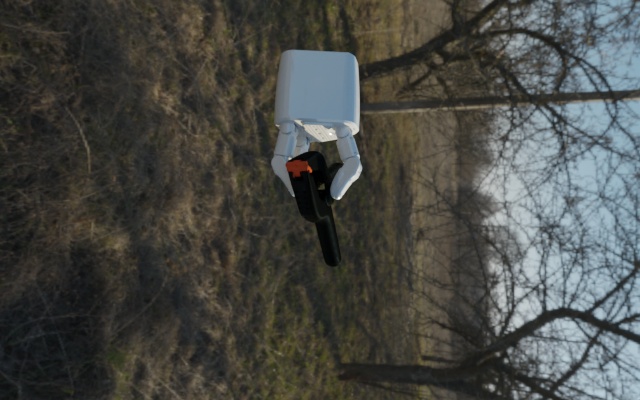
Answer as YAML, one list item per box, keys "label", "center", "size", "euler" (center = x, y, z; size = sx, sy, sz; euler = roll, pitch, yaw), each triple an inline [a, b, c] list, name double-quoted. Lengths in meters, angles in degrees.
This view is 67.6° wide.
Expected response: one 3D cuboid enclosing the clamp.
- label: "clamp"
  center: [0.001, 0.002, 0.653]
  size: [0.036, 0.164, 0.210]
  euler: [-3, -13, 16]
